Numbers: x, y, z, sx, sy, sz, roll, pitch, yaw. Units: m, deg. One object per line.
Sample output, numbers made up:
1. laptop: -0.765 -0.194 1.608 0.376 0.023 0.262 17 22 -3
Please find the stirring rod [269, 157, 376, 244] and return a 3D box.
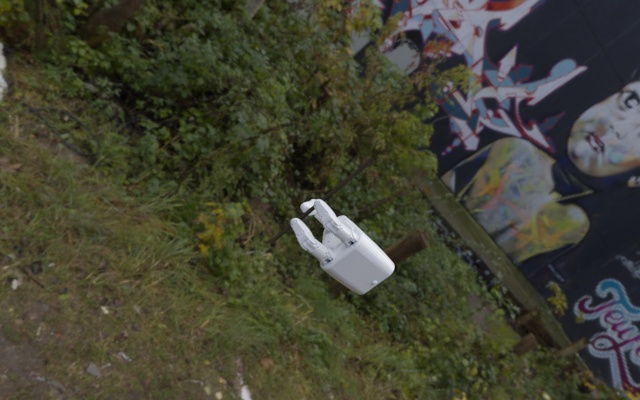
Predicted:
1. stirring rod: 0.000 0.003 0.827 0.239 0.011 0.011 -39 -13 16
